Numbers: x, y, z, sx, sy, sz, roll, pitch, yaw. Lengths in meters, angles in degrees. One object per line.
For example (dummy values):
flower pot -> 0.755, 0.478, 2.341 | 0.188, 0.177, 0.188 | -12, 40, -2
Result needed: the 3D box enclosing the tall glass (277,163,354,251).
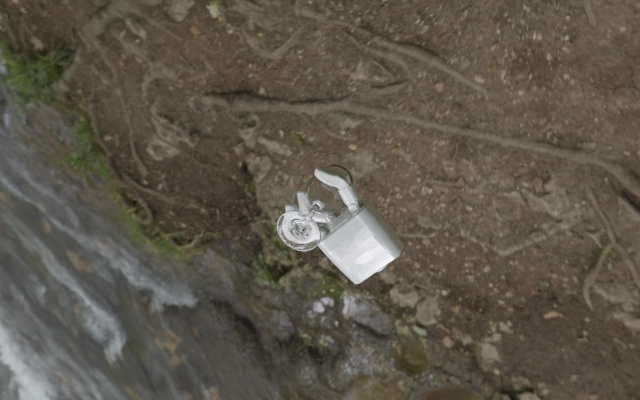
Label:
tall glass -> 0.000, 0.003, 0.827 | 0.079, 0.079, 0.201 | 0, 28, 23
